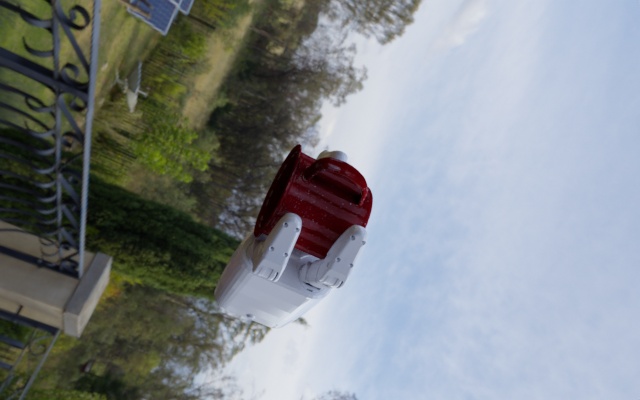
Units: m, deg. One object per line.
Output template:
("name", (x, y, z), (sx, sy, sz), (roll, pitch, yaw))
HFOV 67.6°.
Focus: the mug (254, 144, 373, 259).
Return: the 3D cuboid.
("mug", (0.001, 0.001, 0.432), (0.081, 0.093, 0.117), (26, -39, -13))
